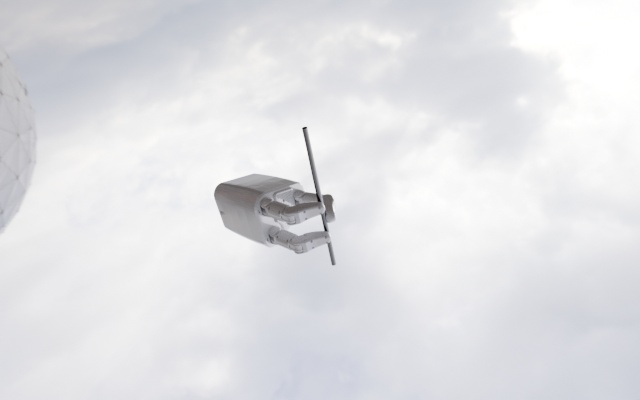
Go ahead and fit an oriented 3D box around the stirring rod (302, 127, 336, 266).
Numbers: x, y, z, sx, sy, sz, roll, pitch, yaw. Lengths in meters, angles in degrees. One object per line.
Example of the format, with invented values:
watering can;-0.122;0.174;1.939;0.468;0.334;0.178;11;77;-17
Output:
stirring rod;0.000;0.002;0.705;0.011;0.240;0.011;-9;32;5
